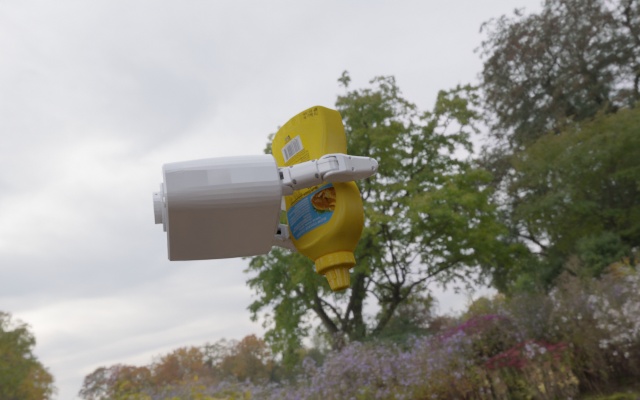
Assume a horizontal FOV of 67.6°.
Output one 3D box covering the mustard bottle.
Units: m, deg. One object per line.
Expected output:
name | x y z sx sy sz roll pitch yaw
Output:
mustard bottle | 0.000 0.001 0.511 0.058 0.191 0.096 8 -30 -42
